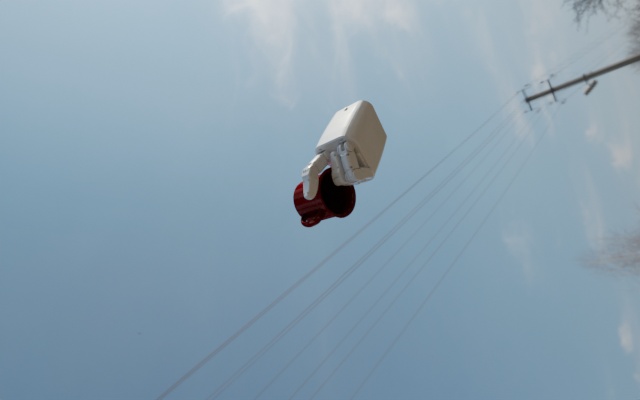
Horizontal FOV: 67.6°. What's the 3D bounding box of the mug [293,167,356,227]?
[{"bbox_3d":[0.000,0.004,0.869,0.081,0.117,0.093,-18,-53,46],"label":"mug"}]
